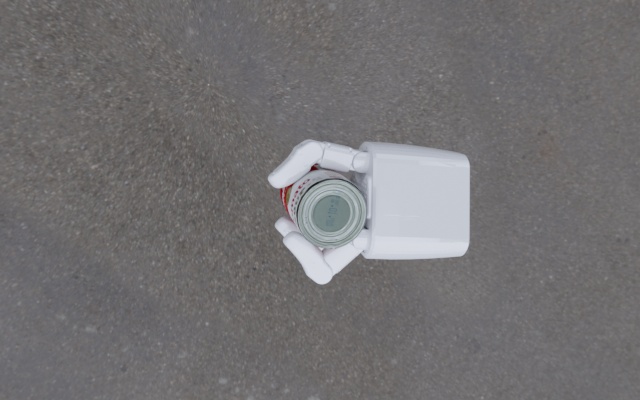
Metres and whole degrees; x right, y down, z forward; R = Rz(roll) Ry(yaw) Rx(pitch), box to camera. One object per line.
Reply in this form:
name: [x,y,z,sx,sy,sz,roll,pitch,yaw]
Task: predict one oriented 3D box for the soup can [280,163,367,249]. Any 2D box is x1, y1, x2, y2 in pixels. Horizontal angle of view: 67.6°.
soup can: [0.000,0.001,0.475,0.068,0.068,0.102,0,13,-13]
